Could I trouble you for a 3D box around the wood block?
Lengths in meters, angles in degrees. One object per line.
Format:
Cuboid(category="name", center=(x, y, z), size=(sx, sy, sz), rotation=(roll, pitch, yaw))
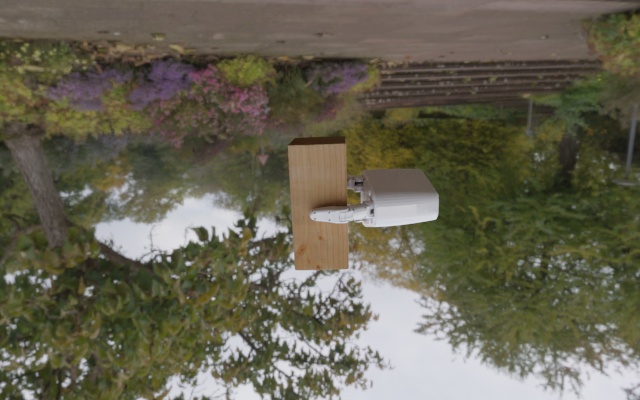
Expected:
Cuboid(category="wood block", center=(0.001, 0.003, 0.791), size=(0.090, 0.206, 0.090), rotation=(-1, 14, 4))
